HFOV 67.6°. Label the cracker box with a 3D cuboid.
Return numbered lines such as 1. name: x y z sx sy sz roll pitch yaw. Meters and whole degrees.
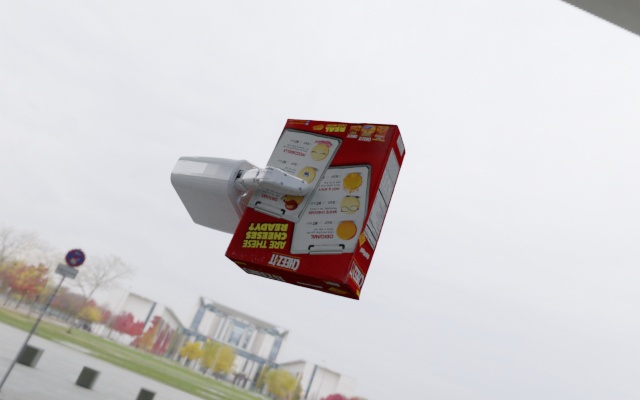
1. cracker box: 0.000 0.002 0.605 0.164 0.213 0.072 8 -26 27
